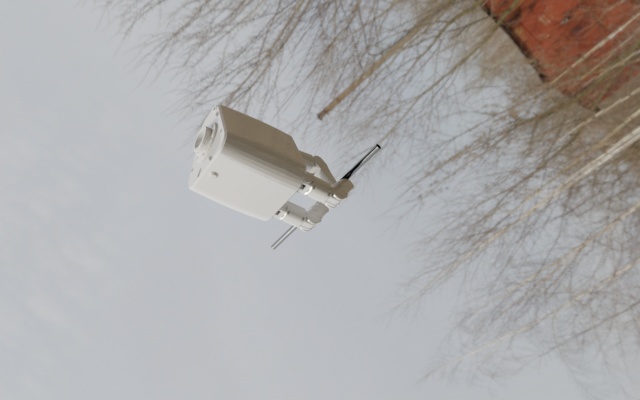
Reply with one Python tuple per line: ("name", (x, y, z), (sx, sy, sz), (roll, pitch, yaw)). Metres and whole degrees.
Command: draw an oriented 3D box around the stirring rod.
("stirring rod", (0.000, 0.002, 0.658), (0.011, 0.011, 0.240), (0, -35, -47))
